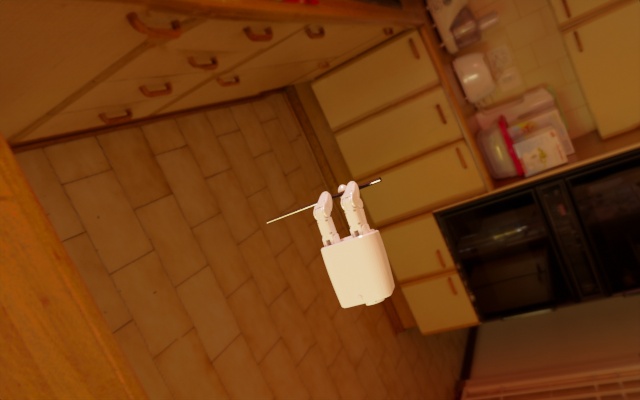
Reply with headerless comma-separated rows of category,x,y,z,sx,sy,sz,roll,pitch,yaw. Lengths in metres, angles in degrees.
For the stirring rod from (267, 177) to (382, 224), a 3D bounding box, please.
stirring rod,0.000,0.003,0.848,0.239,0.011,0.011,-21,-10,28
